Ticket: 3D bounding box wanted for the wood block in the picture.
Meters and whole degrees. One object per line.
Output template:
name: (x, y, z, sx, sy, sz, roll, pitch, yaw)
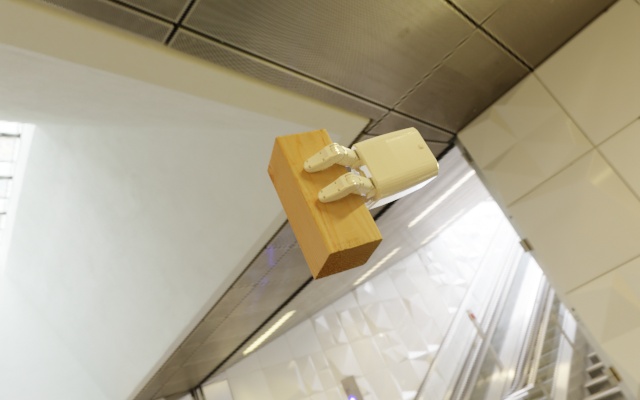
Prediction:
wood block: (0.000, 0.002, 0.733, 0.090, 0.206, 0.091, -14, -28, -23)
